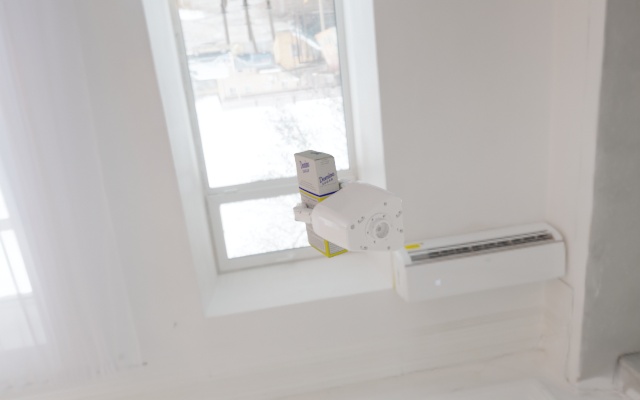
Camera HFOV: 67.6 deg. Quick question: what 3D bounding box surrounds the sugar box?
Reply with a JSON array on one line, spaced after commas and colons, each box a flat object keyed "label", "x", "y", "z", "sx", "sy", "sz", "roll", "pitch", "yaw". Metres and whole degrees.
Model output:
[{"label": "sugar box", "x": 0.001, "y": 0.003, "z": 0.844, "sx": 0.048, "sy": 0.176, "sz": 0.093, "roll": -13, "pitch": 18, "yaw": -24}]
